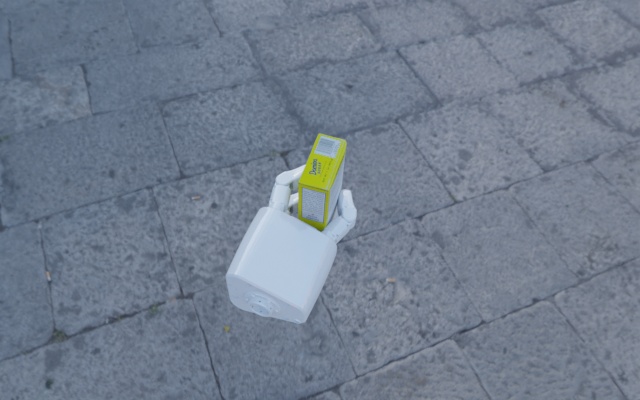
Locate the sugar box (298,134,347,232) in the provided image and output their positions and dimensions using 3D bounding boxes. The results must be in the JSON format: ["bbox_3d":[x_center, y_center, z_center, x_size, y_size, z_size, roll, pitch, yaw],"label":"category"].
[{"bbox_3d":[0.000,0.002,0.669,0.048,0.093,0.176,17,-37,7],"label":"sugar box"}]
